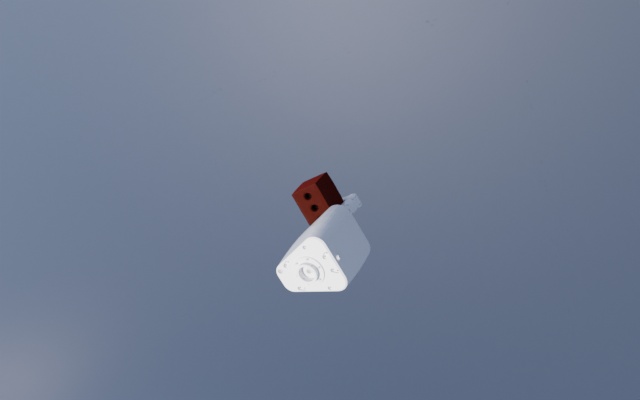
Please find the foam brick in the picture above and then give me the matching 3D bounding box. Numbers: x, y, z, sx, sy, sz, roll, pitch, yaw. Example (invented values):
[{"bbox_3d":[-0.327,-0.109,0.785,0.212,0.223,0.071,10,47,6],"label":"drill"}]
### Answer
[{"bbox_3d":[0.000,0.002,0.786,0.053,0.078,0.051,-25,12,32],"label":"foam brick"}]
